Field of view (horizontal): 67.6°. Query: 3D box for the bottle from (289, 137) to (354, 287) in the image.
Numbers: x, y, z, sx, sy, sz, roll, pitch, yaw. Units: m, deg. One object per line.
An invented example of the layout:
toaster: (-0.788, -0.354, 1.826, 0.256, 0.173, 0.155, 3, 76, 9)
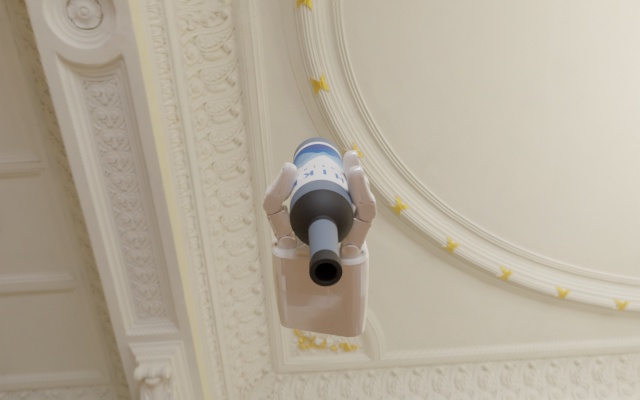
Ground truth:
bottle: (0.000, 0.002, 0.524, 0.069, 0.069, 0.295, 0, 23, -2)
